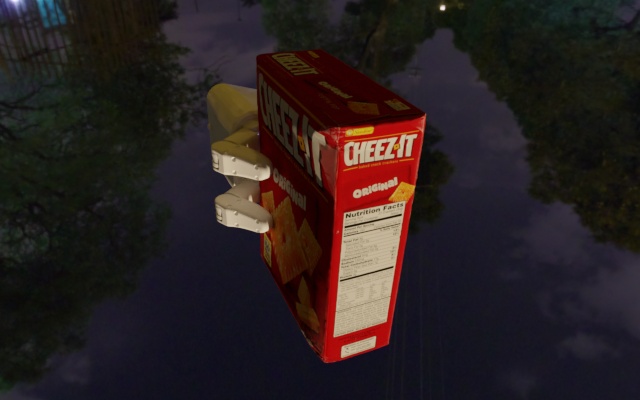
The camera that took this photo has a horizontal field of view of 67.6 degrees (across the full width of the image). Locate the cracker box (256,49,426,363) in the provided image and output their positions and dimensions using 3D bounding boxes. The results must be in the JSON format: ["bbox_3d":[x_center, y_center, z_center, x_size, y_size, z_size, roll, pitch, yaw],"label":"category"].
[{"bbox_3d":[0.000,0.001,0.405,0.072,0.214,0.164,-12,35,-22],"label":"cracker box"}]
